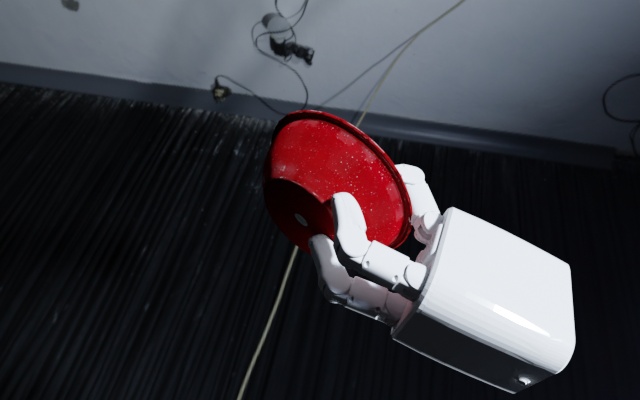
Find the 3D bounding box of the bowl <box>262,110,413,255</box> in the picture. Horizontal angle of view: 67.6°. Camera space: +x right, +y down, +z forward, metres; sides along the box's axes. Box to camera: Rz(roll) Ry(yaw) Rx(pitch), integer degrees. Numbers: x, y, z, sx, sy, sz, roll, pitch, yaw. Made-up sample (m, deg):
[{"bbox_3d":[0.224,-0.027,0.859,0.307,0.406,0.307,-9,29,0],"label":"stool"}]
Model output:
[{"bbox_3d":[-0.001,0.001,0.436,0.162,0.162,0.055,0,36,49],"label":"bowl"}]
